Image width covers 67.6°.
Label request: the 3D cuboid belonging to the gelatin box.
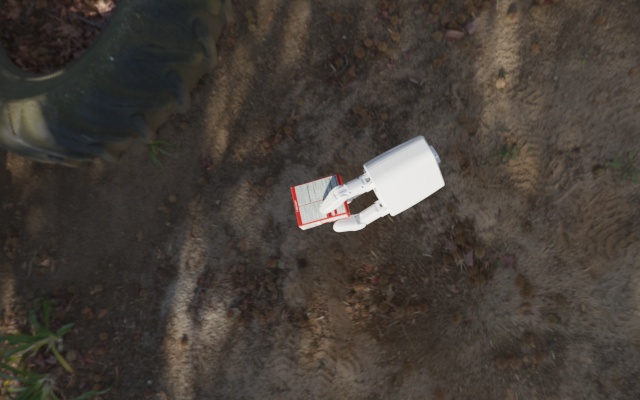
[{"bbox_3d":[0.000,0.003,0.818,0.089,0.073,0.030,-16,-17,8],"label":"gelatin box"}]
